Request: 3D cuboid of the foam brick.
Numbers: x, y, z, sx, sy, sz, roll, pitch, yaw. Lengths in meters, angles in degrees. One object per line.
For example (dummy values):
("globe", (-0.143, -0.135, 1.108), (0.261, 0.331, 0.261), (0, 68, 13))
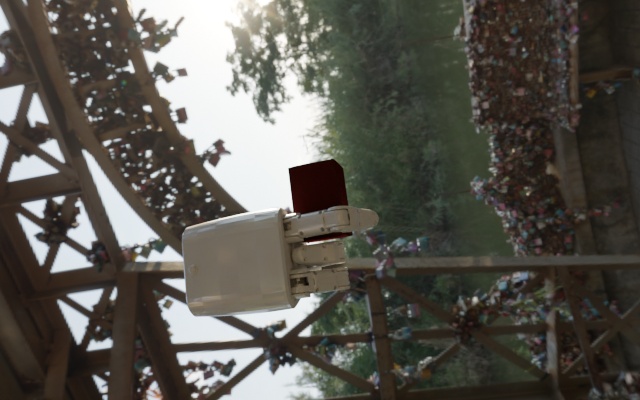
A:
("foam brick", (0.000, 0.001, 0.505), (0.051, 0.078, 0.053), (-10, -12, 12))
